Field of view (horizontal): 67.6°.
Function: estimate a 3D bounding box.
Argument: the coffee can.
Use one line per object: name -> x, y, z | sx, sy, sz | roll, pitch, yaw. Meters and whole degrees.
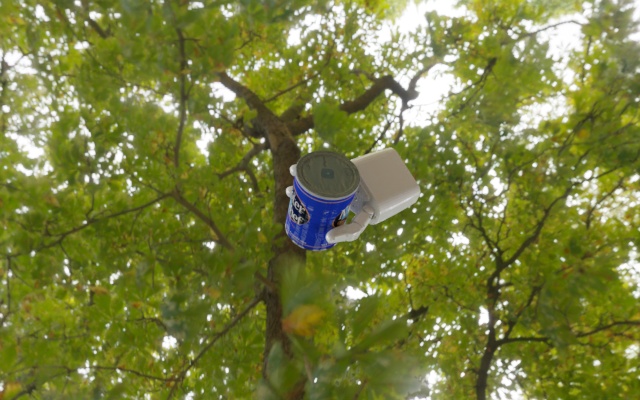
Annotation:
coffee can -> 0.000, 0.003, 0.791 | 0.103, 0.102, 0.140 | 0, -41, -13
